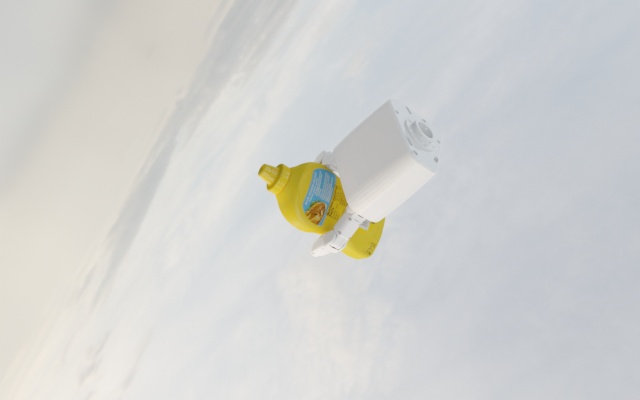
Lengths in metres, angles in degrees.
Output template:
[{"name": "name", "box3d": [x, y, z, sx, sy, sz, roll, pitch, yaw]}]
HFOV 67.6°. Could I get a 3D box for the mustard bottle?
[{"name": "mustard bottle", "box3d": [0.000, 0.002, 0.653, 0.192, 0.096, 0.058, 29, -25, -25]}]
